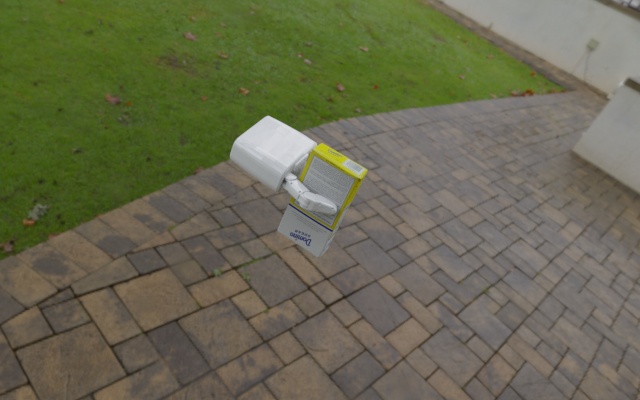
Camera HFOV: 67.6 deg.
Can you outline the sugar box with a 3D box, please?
[{"bbox_3d":[0.000,0.002,0.810,0.093,0.176,0.048,33,33,11],"label":"sugar box"}]
